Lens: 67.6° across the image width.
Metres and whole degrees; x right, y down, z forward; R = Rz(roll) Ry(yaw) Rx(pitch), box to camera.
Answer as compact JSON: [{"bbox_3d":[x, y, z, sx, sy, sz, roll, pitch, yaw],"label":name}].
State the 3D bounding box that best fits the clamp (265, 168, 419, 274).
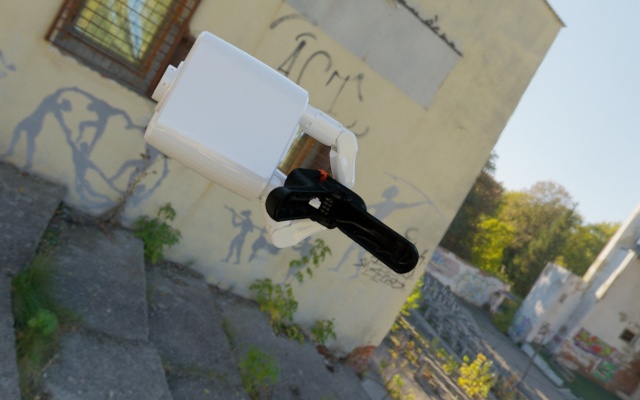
[{"bbox_3d":[0.000,0.001,0.401,0.120,0.039,0.171,29,7,-23],"label":"clamp"}]
